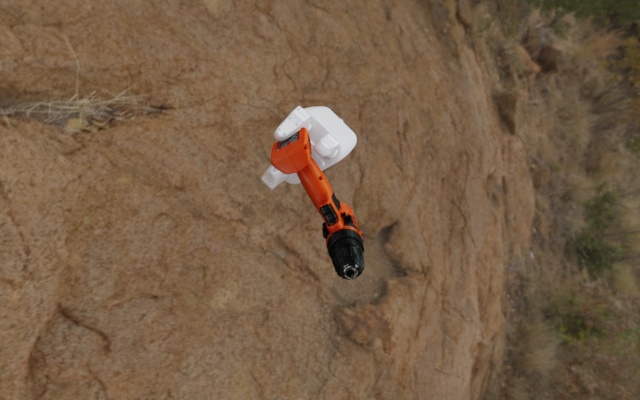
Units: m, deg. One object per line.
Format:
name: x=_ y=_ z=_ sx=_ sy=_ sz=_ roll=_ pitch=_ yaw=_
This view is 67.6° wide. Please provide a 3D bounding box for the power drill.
power drill: x=0.000 y=0.002 z=0.660 sx=0.057 sy=0.188 sz=0.184 roll=-27 pitch=21 yaw=6
